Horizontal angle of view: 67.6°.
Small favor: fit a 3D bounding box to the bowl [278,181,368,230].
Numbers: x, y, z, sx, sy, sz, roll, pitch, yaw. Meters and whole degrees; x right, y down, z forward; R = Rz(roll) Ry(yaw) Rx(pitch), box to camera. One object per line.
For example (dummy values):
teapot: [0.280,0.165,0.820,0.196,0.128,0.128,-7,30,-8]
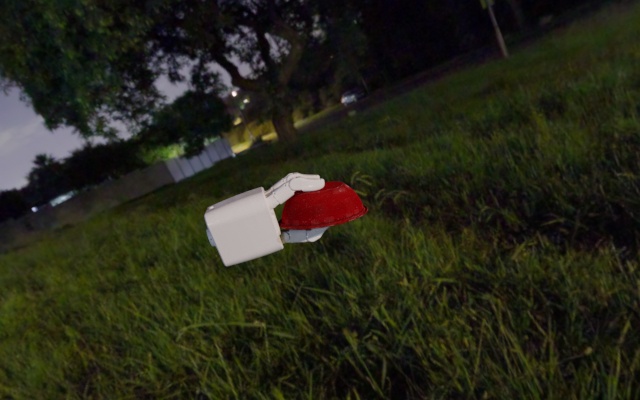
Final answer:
bowl: [0.001,0.002,0.841,0.162,0.055,0.162,-9,11,2]
